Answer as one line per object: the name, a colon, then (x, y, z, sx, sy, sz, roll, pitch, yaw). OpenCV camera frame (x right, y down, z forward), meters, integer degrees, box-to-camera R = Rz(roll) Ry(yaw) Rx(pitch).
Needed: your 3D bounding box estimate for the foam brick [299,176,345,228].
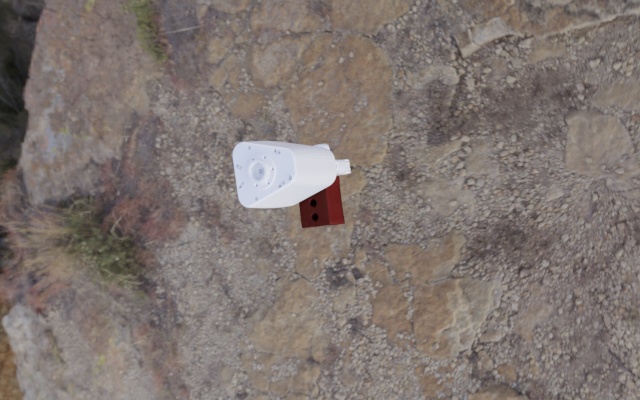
foam brick: (0.000, 0.003, 0.751, 0.053, 0.078, 0.051, -8, -1, 30)
